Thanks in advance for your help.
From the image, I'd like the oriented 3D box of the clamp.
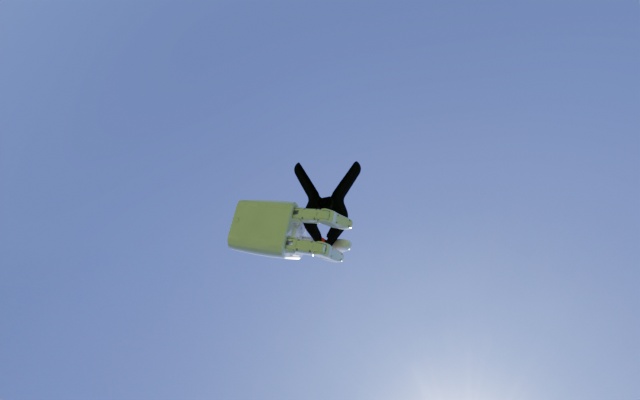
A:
[{"bbox_3d":[0.000,0.003,0.842,0.120,0.171,0.039,5,-23,16],"label":"clamp"}]
